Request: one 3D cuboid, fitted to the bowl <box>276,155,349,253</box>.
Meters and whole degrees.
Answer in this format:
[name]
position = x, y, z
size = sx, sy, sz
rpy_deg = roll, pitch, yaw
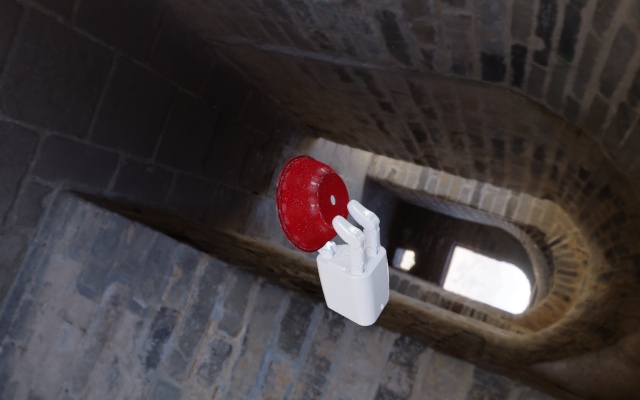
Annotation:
[bowl]
position = 0.000, 0.001, 0.770
size = 0.055, 0.162, 0.162
rpy_deg = -7, -4, 35
